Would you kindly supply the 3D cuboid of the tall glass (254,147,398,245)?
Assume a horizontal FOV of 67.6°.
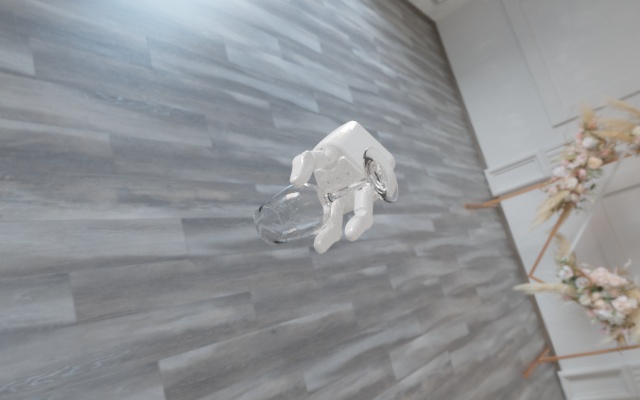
[{"bbox_3d":[0.001,0.002,0.645,0.201,0.079,0.079,-24,-14,33],"label":"tall glass"}]
